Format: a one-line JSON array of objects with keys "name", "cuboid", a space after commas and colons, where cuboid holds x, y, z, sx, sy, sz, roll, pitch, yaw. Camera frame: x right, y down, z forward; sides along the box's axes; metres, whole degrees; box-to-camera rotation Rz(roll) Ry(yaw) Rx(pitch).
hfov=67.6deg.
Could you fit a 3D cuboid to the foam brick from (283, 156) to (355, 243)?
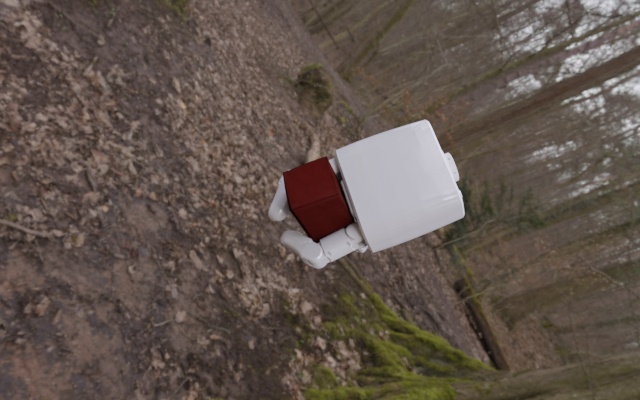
[{"name": "foam brick", "cuboid": [0.000, 0.002, 0.503, 0.051, 0.053, 0.078, -20, -36, 8]}]
